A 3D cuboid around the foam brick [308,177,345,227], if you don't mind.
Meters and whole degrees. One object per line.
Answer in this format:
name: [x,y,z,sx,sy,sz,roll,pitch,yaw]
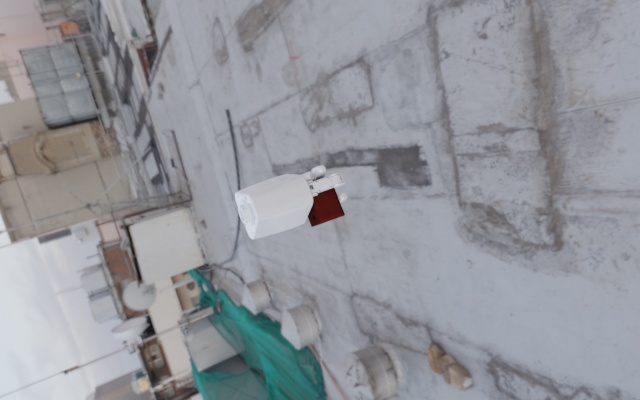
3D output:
foam brick: [0.000,0.003,0.872,0.051,0.078,0.053,-19,-5,-23]
